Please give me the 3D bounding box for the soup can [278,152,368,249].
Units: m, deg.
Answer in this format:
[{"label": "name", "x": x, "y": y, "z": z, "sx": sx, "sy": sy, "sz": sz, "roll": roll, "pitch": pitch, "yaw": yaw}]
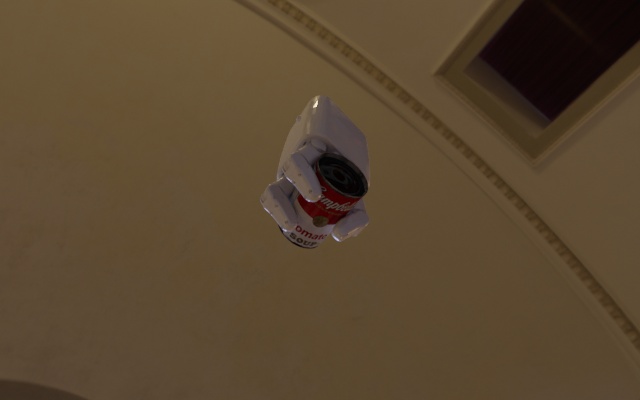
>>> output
[{"label": "soup can", "x": 0.000, "y": 0.002, "z": 0.569, "sx": 0.068, "sy": 0.068, "sz": 0.102, "roll": 0, "pitch": -39, "yaw": -42}]
